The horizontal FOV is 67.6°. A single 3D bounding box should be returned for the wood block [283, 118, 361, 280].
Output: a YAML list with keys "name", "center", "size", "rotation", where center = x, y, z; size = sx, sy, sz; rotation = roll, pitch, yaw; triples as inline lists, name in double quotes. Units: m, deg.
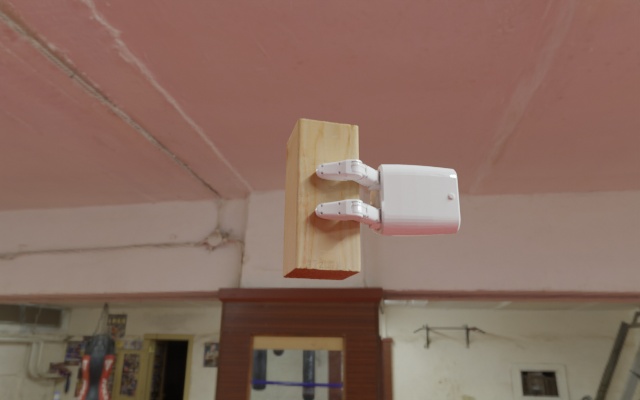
- name: "wood block"
  center: [0.000, 0.002, 0.672]
  size: [0.090, 0.206, 0.091]
  rotation: [5, -18, -13]
